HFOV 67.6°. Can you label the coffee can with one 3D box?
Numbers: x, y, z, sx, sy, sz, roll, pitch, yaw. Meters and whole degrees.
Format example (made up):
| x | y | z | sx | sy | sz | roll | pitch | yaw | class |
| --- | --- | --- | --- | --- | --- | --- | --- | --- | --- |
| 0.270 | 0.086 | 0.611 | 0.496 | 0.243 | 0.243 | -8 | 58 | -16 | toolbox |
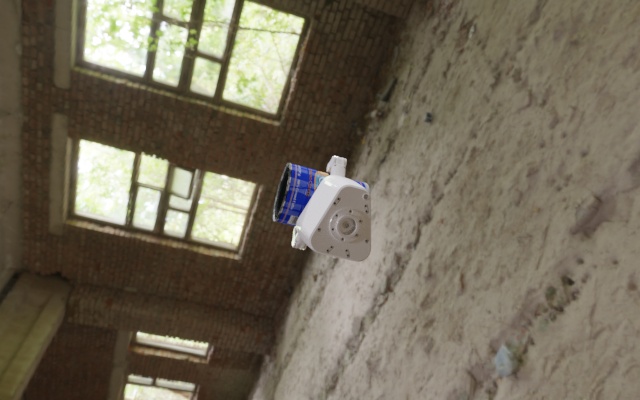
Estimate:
| x | y | z | sx | sy | sz | roll | pitch | yaw | class |
| --- | --- | --- | --- | --- | --- | --- | --- | --- | --- |
| 0.000 | 0.003 | 0.811 | 0.140 | 0.103 | 0.103 | 14 | -3 | -13 | coffee can |
